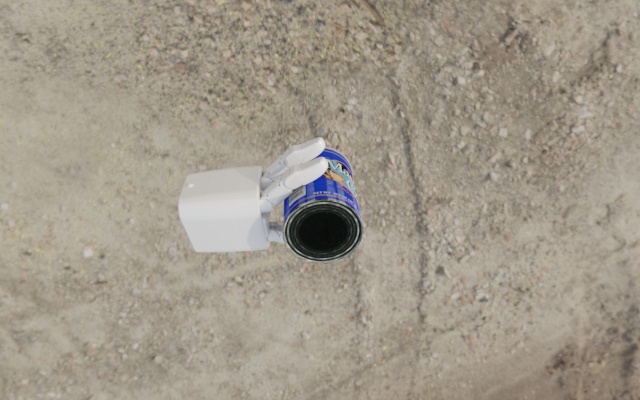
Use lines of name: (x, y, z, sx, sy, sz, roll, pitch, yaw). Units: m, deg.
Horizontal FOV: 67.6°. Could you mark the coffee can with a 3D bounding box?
coffee can: (0.000, 0.002, 0.654, 0.103, 0.103, 0.140, 0, 34, -4)
